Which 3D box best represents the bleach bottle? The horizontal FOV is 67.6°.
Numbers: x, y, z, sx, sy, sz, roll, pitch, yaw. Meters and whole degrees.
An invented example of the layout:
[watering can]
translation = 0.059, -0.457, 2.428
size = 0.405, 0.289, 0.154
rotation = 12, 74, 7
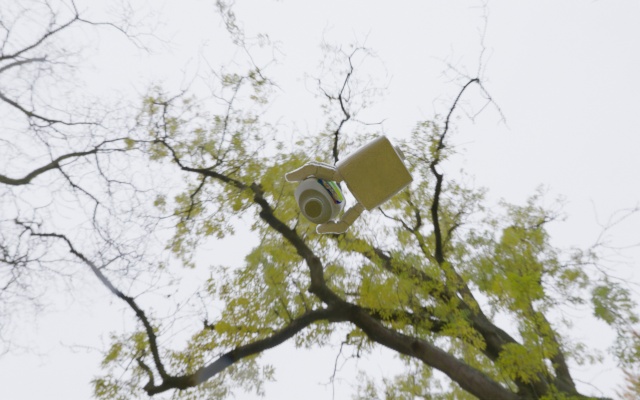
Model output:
[bleach bottle]
translation = 0.000, 0.003, 0.878
size = 0.068, 0.102, 0.251
rotation = -35, 5, 7
